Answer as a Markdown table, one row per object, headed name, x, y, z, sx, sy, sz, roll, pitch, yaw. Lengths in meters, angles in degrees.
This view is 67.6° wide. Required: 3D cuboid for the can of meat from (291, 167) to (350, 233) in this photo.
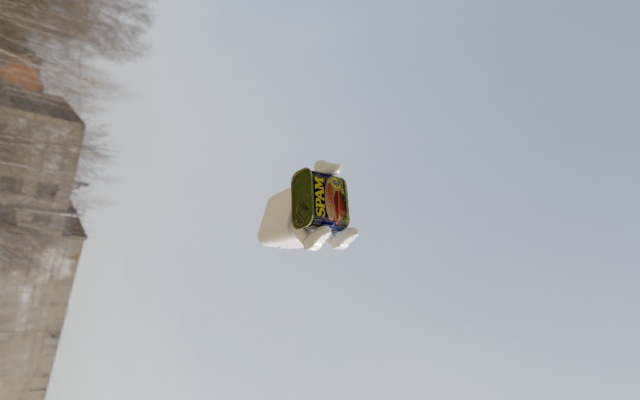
| name | x | y | z | sx | sy | sz | roll | pitch | yaw |
| --- | --- | --- | --- | --- | --- | --- | --- | --- | --- |
| can of meat | 0.000 | 0.003 | 0.815 | 0.084 | 0.102 | 0.057 | 11 | -22 | -37 |
